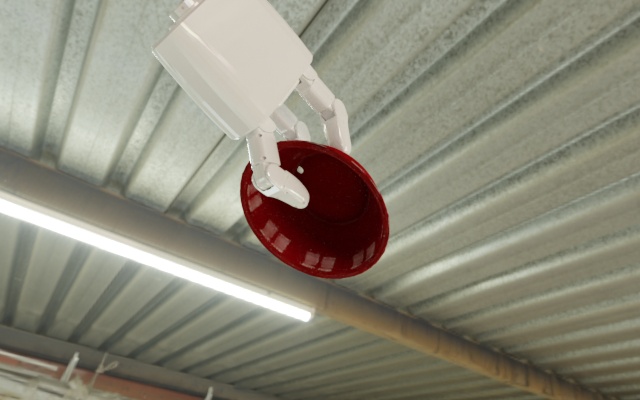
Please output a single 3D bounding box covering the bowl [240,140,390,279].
[{"bbox_3d":[0.001,0.003,0.492,0.162,0.162,0.055,0,31,27],"label":"bowl"}]
